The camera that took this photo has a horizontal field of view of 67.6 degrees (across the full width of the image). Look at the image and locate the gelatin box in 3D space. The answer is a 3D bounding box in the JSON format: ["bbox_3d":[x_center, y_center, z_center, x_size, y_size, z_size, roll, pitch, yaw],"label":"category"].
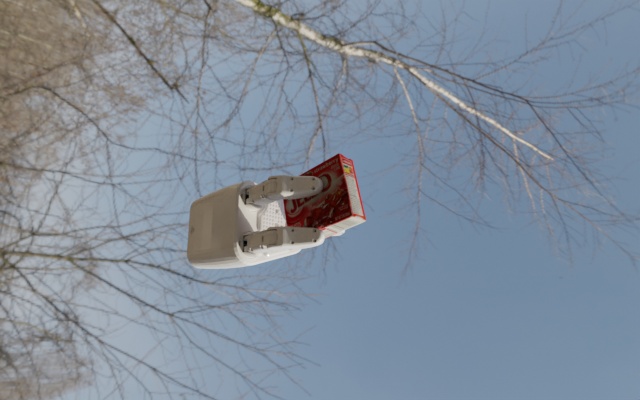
[{"bbox_3d":[0.001,0.002,0.517,0.089,0.073,0.030,-26,-28,32],"label":"gelatin box"}]
